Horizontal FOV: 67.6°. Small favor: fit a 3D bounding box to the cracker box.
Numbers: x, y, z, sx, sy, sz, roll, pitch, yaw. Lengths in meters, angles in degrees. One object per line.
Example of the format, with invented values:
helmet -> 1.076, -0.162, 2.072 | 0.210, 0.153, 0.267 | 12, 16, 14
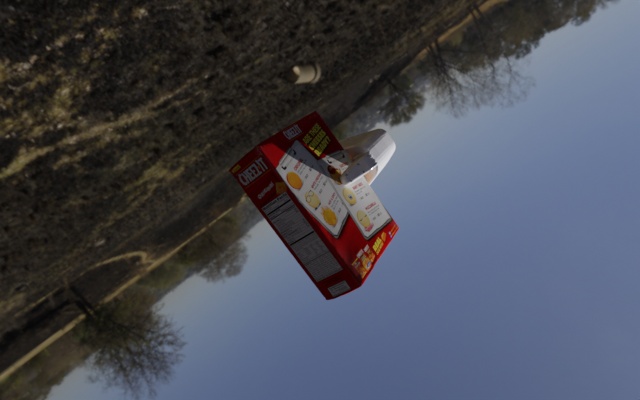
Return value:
cracker box -> 0.000, 0.002, 0.649 | 0.072, 0.214, 0.164 | -33, 6, 35
